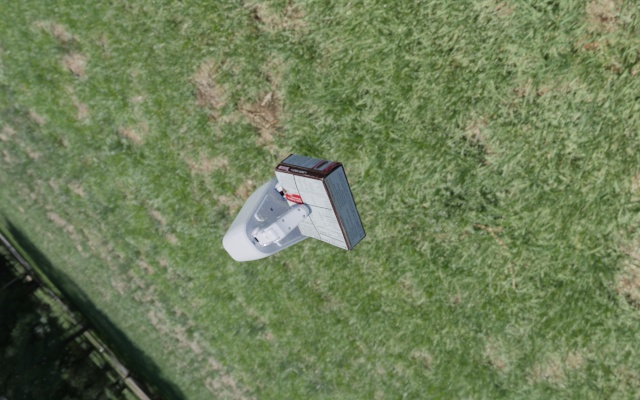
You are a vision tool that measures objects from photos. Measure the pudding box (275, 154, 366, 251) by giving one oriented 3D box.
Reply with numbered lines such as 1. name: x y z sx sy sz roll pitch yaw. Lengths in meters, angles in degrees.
1. pudding box: 0.000 0.002 0.592 0.090 0.114 0.039 14 47 43
